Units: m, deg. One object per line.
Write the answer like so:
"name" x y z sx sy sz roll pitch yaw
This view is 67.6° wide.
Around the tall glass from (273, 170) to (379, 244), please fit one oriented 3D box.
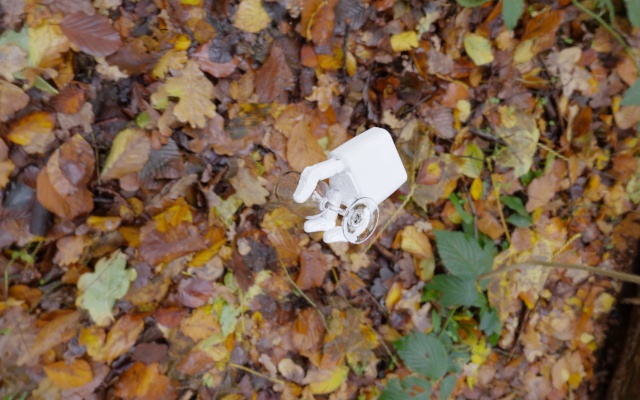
"tall glass" 0.000 0.003 0.792 0.079 0.079 0.201 0 16 -41
